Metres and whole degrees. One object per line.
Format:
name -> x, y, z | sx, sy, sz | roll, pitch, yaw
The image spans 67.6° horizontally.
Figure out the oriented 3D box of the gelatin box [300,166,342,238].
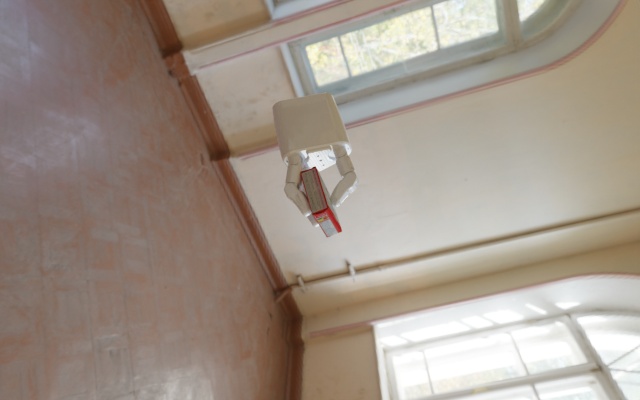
gelatin box -> 0.001, 0.003, 0.748 | 0.030, 0.089, 0.073 | -22, -37, 6
